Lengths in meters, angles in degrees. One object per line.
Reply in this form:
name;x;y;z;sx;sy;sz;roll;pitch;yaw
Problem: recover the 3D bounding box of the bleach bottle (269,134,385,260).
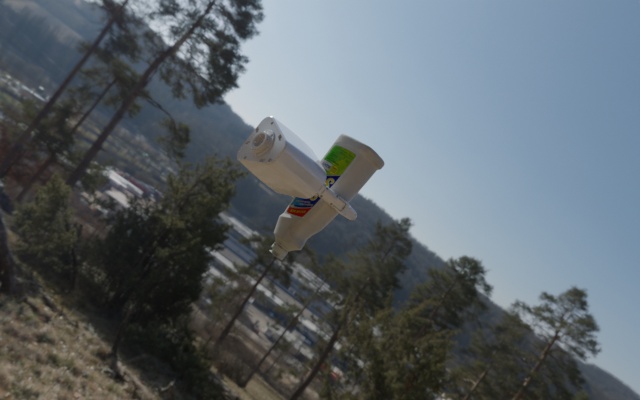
bleach bottle;0.000;0.003;0.858;0.068;0.251;0.102;39;-3;-43
